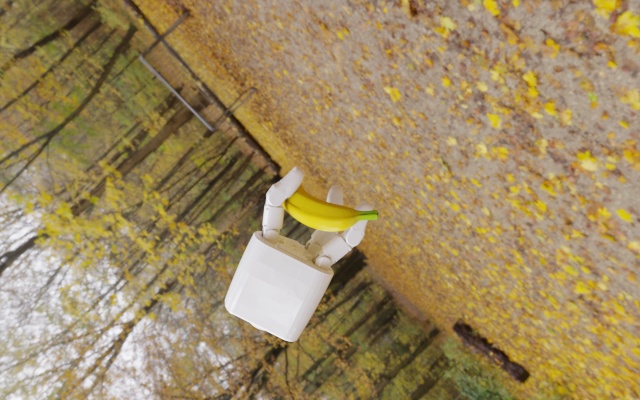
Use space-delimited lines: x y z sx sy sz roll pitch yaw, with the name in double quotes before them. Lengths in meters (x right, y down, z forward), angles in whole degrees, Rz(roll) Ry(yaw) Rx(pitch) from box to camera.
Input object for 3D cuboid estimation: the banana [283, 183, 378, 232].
"banana" -0.013 0.004 0.631 0.069 0.037 0.197 -5 20 -35
